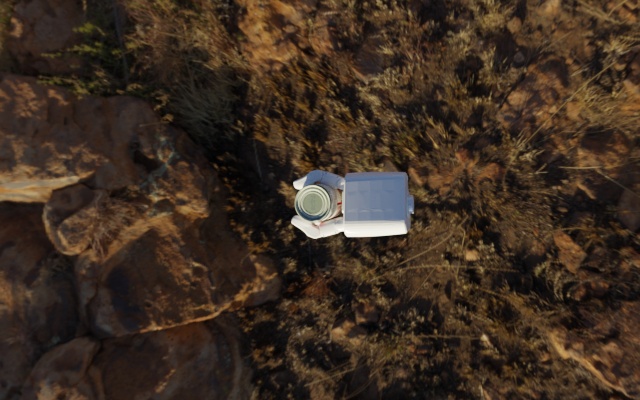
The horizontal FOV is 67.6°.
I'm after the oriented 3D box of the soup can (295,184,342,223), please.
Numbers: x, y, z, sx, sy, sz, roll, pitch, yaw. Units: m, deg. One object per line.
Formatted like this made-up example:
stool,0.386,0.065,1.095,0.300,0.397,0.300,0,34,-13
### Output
soup can,0.000,0.003,0.865,0.068,0.068,0.102,0,3,16
